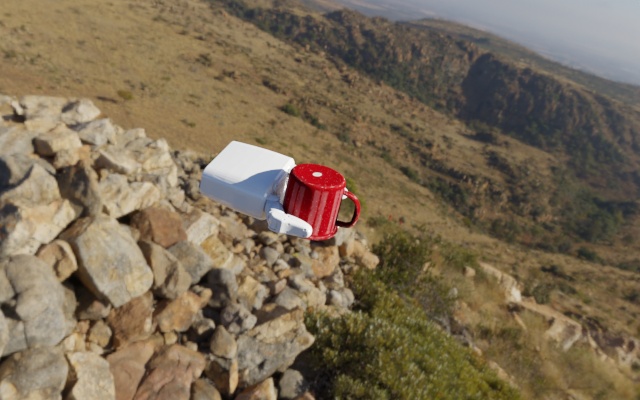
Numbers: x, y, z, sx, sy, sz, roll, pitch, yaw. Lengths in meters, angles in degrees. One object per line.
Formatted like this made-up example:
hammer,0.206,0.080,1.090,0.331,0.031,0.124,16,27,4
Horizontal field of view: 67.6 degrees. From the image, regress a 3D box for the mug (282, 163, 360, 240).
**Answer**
mug,0.001,0.003,0.686,0.117,0.081,0.093,18,27,10
